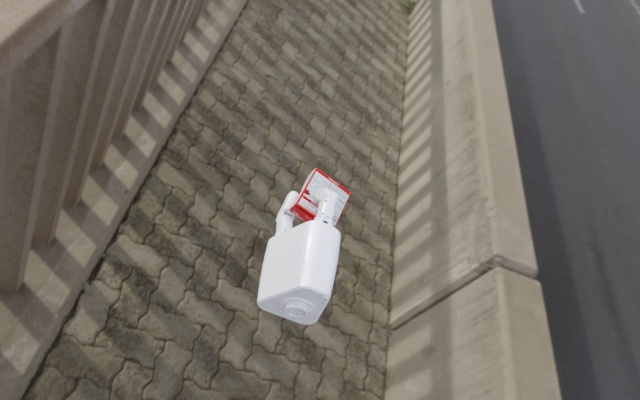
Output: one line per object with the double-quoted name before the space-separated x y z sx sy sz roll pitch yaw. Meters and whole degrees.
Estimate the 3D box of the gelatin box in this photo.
"gelatin box" 0.000 0.002 0.766 0.073 0.089 0.030 35 -40 -10
